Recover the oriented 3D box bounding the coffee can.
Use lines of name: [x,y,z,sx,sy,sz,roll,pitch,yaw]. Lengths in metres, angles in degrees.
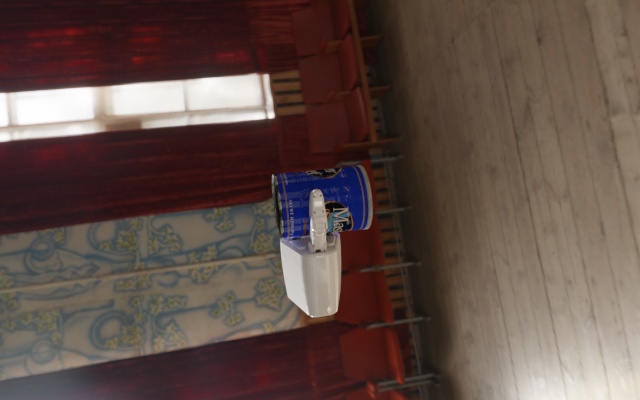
coffee can: [0.000,0.002,0.748,0.140,0.103,0.103,-7,1,-10]
